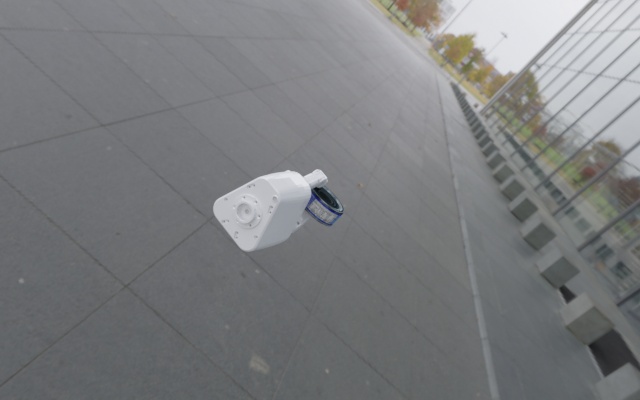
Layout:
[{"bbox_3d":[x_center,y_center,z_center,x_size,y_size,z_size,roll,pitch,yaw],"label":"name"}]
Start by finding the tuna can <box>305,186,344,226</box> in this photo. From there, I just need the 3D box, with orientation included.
[{"bbox_3d":[0.001,0.002,0.831,0.034,0.086,0.086,-46,-16,16],"label":"tuna can"}]
